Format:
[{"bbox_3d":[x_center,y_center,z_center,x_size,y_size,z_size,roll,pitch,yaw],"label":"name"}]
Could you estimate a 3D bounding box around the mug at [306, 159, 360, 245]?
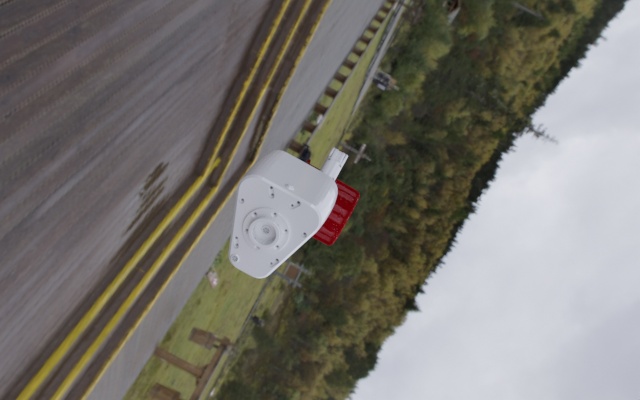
[{"bbox_3d":[0.000,0.002,0.636,0.081,0.093,0.117,29,21,0],"label":"mug"}]
